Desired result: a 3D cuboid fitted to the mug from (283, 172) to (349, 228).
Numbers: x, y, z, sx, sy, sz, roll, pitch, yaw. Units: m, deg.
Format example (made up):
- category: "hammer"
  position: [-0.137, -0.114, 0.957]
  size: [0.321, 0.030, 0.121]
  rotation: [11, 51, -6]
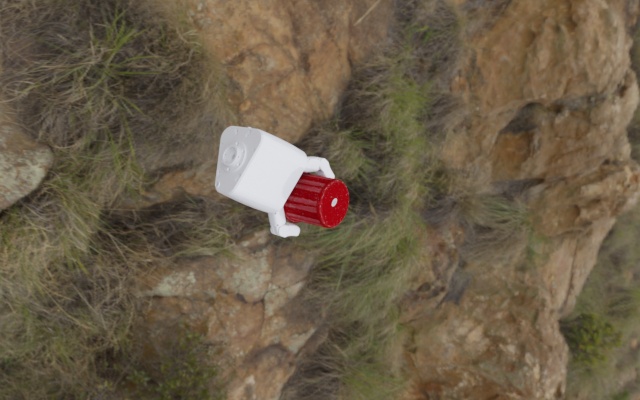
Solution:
- category: "mug"
  position: [0.001, 0.003, 0.808]
  size: [0.081, 0.093, 0.117]
  rotation: [12, -8, 38]
